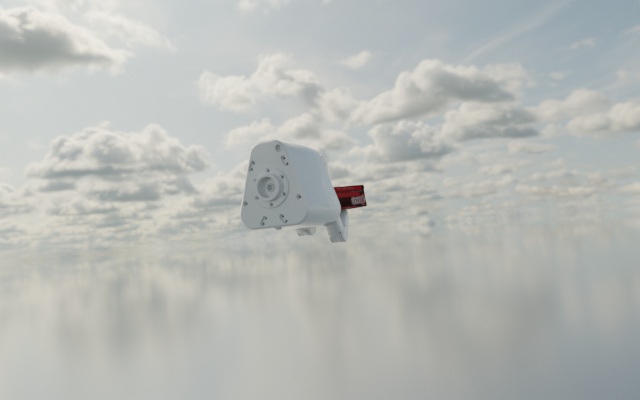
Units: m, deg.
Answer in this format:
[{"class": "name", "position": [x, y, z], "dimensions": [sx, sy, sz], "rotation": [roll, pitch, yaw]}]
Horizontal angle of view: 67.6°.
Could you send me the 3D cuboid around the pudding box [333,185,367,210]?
[{"class": "pudding box", "position": [0.000, 0.002, 0.731], "dimensions": [0.090, 0.039, 0.113], "rotation": [-4, -3, -41]}]
